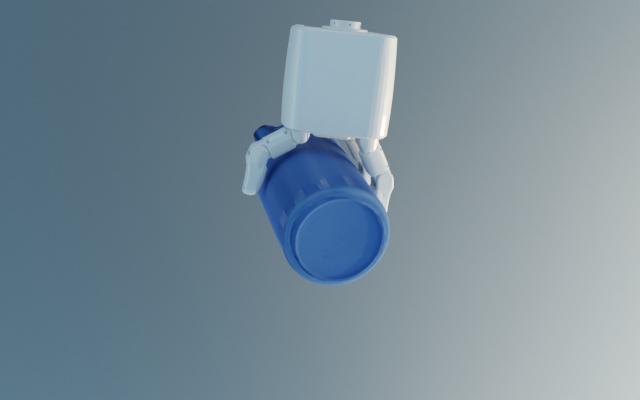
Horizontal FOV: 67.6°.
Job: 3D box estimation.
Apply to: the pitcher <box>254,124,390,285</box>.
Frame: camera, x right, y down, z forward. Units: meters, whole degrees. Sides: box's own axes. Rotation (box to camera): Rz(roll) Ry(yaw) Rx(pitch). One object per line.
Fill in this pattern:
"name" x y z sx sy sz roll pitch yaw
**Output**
"pitcher" 0.000 0.002 0.567 0.149 0.145 0.242 0 21 -13
